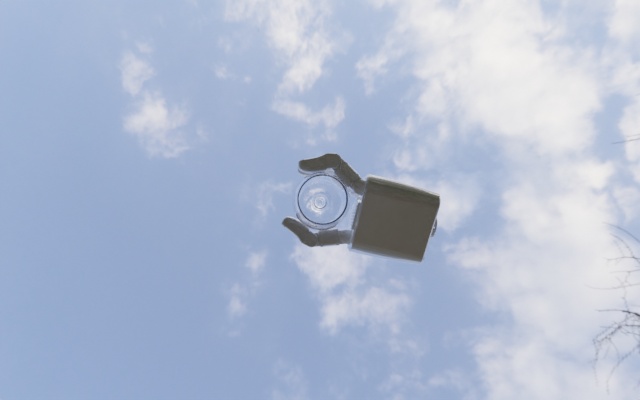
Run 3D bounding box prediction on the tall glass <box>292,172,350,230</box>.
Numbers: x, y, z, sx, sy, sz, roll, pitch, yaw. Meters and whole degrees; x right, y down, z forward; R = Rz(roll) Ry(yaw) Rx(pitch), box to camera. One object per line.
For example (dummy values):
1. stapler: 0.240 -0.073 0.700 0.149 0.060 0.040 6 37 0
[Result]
1. tall glass: 0.000 0.002 0.677 0.079 0.079 0.201 0 -2 -1
